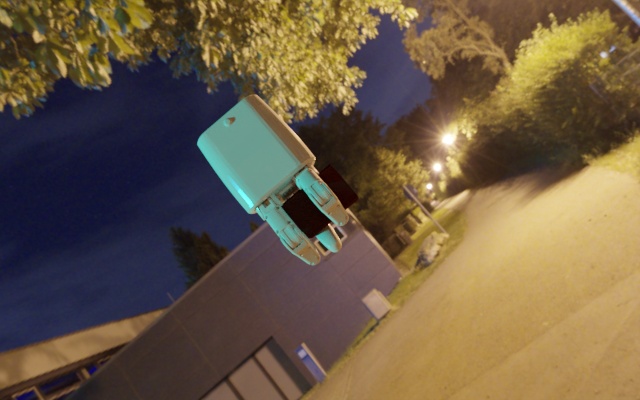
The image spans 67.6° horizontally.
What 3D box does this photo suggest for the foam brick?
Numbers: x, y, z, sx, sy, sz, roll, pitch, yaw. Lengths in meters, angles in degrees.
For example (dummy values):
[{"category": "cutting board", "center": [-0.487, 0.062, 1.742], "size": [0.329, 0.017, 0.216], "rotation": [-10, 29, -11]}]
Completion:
[{"category": "foam brick", "center": [0.000, 0.002, 0.567], "size": [0.078, 0.051, 0.053], "rotation": [-40, -6, 0]}]
